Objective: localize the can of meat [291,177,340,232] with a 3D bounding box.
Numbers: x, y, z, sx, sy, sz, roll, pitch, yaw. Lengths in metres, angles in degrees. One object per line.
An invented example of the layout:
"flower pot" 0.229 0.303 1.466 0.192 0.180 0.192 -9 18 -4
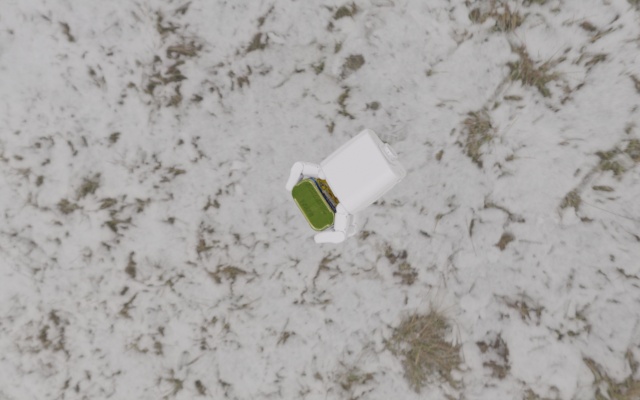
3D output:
"can of meat" 0.000 0.003 0.876 0.057 0.102 0.084 -35 -5 21
